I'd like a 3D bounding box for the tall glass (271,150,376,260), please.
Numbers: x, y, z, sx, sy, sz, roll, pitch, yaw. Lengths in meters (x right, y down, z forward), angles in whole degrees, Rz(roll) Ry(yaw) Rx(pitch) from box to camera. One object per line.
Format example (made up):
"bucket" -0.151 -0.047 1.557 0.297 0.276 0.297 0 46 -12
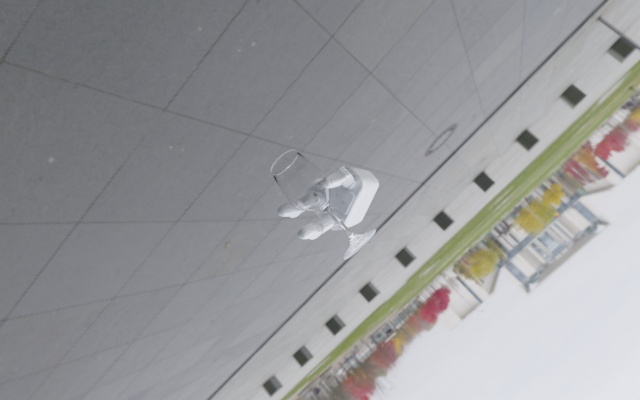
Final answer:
"tall glass" 0.001 0.003 0.816 0.079 0.201 0.079 -39 -17 -14
